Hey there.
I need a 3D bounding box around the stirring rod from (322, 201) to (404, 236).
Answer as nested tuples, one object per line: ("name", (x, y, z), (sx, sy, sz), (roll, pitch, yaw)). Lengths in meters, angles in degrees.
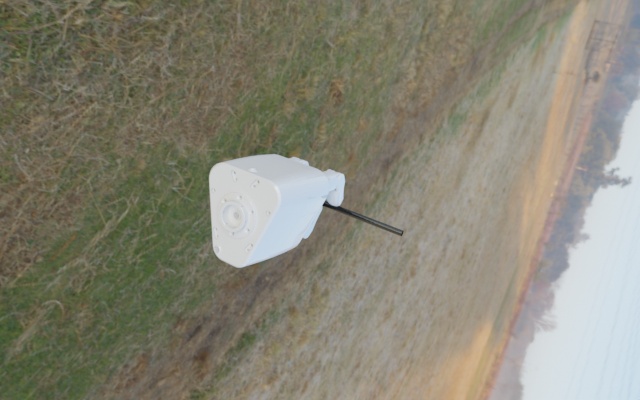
("stirring rod", (0.000, 0.002, 0.651), (0.239, 0.011, 0.011), (21, 8, 23))
